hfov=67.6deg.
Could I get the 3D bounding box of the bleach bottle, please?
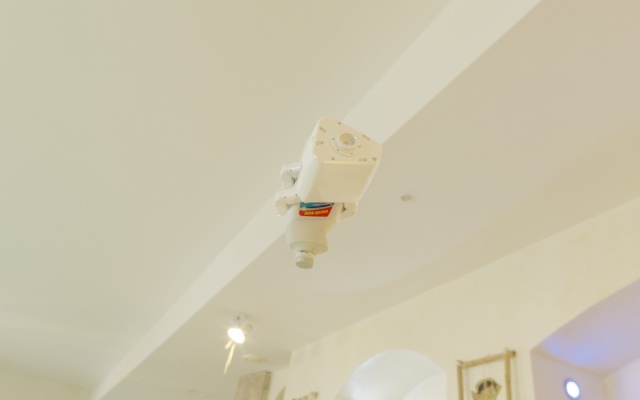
[{"bbox_3d":[0.000,0.003,0.829,0.102,0.250,0.068,15,-34,-7],"label":"bleach bottle"}]
